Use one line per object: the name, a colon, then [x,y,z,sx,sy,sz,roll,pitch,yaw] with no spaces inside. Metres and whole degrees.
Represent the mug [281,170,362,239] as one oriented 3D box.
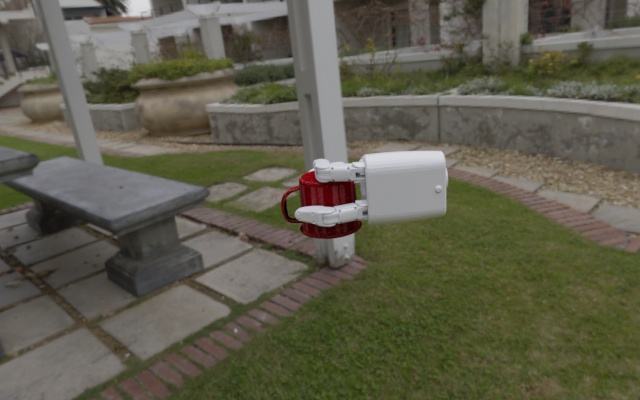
mug: [-0.001,0.002,0.701,0.117,0.081,0.093,-5,19,0]
